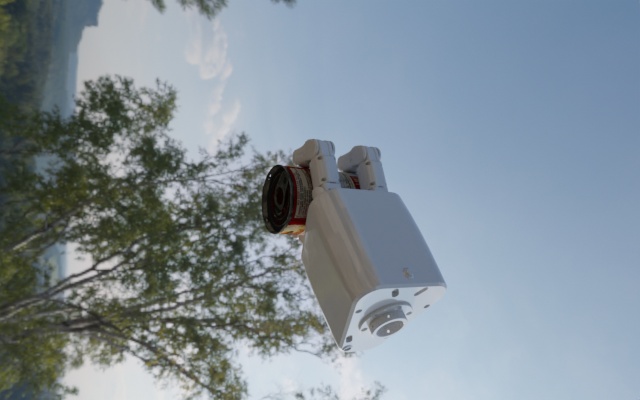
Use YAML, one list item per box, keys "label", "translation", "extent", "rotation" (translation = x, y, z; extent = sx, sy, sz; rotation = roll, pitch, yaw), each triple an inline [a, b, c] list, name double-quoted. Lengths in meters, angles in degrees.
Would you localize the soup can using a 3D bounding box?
- label: "soup can"
  translation: [0.000, 0.001, 0.487]
  extent: [0.102, 0.068, 0.068]
  rotation: [4, -2, -30]
